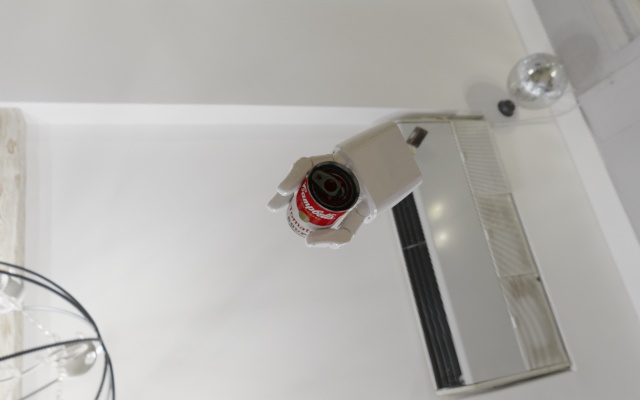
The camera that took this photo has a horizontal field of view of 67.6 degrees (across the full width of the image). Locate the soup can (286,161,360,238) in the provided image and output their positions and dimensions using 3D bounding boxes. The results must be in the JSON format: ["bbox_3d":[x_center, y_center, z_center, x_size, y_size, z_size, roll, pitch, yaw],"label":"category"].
[{"bbox_3d":[0.000,0.002,0.619,0.068,0.068,0.102,0,-23,-21],"label":"soup can"}]
